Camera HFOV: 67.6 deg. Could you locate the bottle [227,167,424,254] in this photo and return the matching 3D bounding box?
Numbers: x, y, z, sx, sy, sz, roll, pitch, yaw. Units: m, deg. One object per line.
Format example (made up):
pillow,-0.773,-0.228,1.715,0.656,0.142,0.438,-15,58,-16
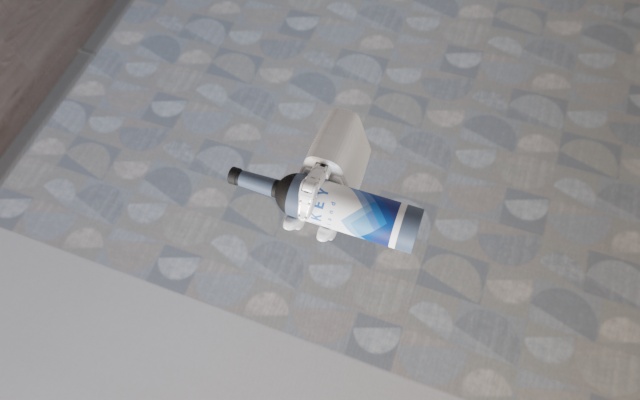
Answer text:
bottle,0.000,0.002,0.705,0.295,0.069,0.069,17,3,12
